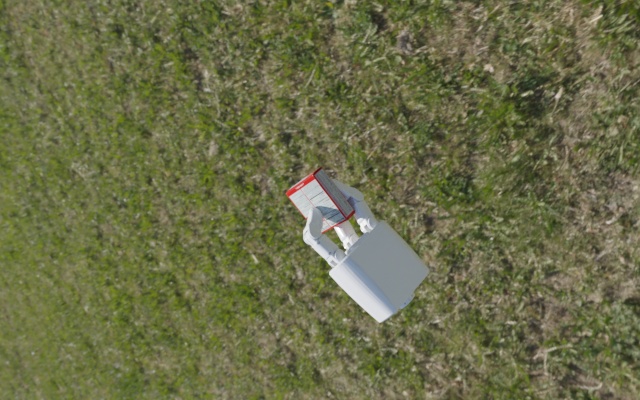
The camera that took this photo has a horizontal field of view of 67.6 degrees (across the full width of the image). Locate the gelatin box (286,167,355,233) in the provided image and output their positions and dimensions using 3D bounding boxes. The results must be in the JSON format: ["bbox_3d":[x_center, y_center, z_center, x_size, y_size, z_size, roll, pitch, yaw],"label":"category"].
[{"bbox_3d":[0.000,0.002,0.740,0.073,0.089,0.030,-32,10,45],"label":"gelatin box"}]
